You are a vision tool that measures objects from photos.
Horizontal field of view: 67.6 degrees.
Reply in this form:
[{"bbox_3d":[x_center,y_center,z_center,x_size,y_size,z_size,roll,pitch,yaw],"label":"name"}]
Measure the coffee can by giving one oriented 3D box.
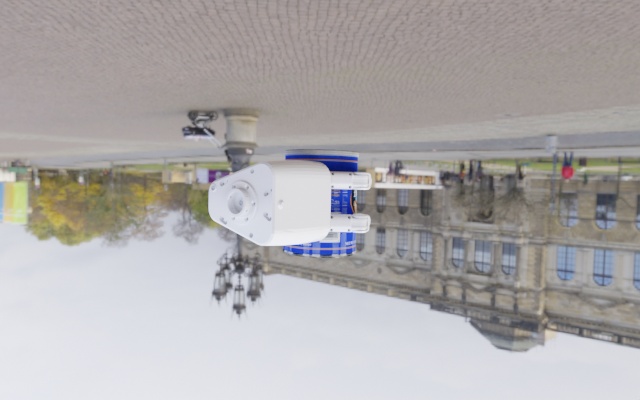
[{"bbox_3d":[0.000,0.002,0.663,0.103,0.140,0.103,1,3,0],"label":"coffee can"}]
